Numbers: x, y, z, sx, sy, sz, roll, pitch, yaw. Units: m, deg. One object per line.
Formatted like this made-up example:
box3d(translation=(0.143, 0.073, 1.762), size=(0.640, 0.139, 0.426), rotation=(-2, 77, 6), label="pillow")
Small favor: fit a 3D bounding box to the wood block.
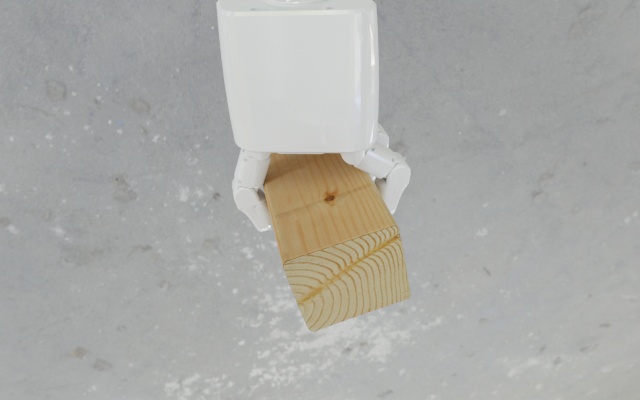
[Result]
box3d(translation=(0.000, 0.001, 0.444), size=(0.091, 0.090, 0.206), rotation=(-18, 40, -2), label="wood block")
